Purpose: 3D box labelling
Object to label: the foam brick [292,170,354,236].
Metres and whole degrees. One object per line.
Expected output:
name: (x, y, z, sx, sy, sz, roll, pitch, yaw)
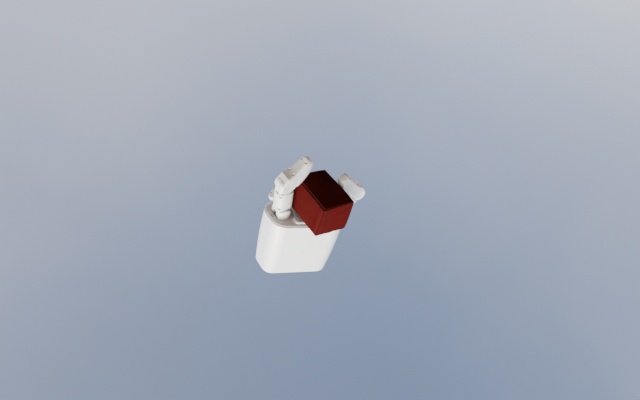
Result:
foam brick: (0.000, 0.002, 0.668, 0.053, 0.051, 0.078, -13, 47, -33)
